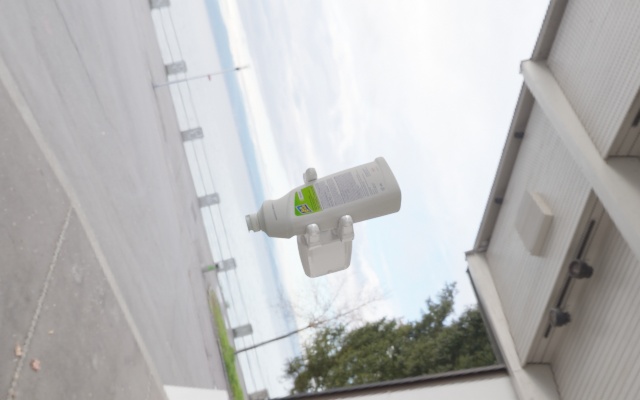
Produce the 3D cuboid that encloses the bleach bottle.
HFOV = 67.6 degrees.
[{"bbox_3d":[0.000,0.003,0.787,0.251,0.102,0.068,-14,-42,-8],"label":"bleach bottle"}]
